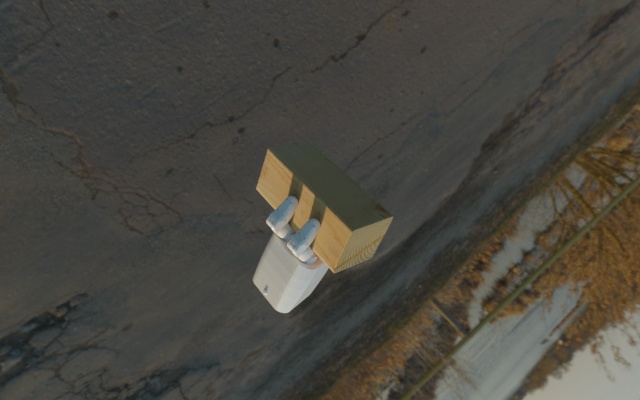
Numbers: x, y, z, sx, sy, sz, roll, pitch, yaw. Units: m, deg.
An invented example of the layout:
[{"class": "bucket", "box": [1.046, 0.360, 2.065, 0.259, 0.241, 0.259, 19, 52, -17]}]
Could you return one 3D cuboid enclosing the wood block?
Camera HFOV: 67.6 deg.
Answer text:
[{"class": "wood block", "box": [0.000, 0.003, 0.750, 0.091, 0.090, 0.206, -15, 48, -42]}]
